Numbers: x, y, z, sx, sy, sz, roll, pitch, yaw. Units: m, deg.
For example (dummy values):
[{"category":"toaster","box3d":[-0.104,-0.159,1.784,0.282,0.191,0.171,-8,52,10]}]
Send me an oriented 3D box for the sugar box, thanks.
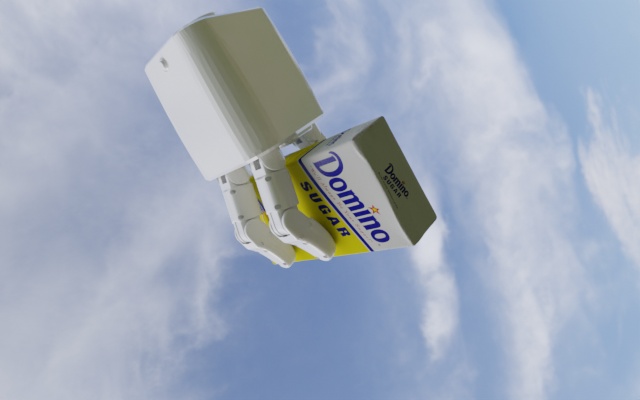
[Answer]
[{"category":"sugar box","box3d":[0.000,0.002,0.406,0.176,0.093,0.048,-15,21,50]}]
